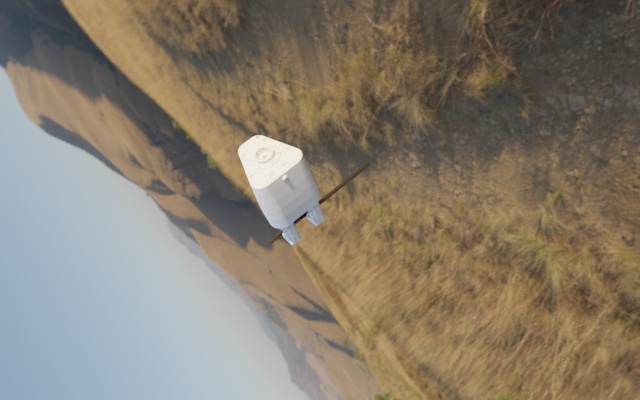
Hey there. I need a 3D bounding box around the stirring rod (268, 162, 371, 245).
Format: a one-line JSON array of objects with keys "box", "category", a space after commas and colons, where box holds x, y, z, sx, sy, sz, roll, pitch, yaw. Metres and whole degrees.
[{"box": [0.000, 0.003, 0.875, 0.239, 0.011, 0.011, -39, 10, -13], "category": "stirring rod"}]
